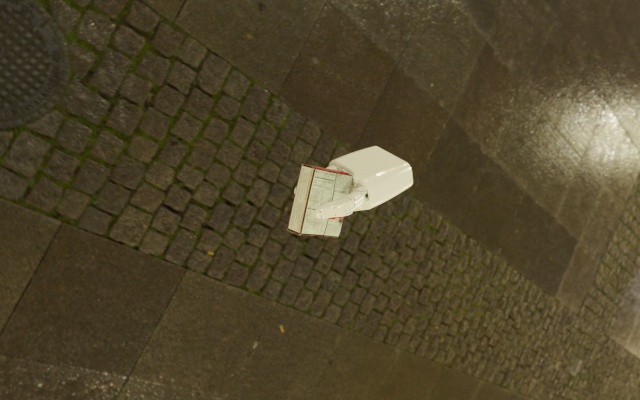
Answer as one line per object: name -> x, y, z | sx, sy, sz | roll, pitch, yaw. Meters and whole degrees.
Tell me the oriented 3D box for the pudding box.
pudding box -> 0.000, 0.003, 0.786 | 0.090, 0.113, 0.039 | 9, 5, -41
